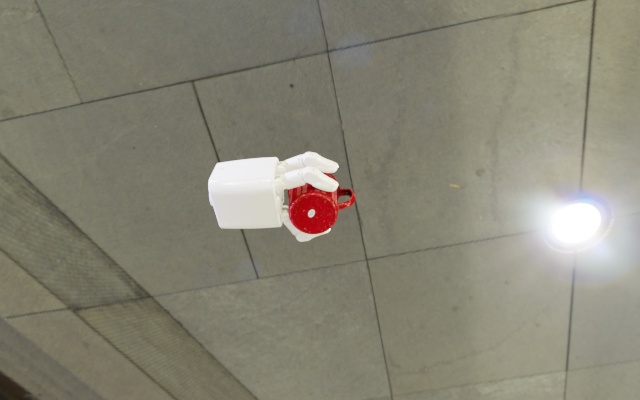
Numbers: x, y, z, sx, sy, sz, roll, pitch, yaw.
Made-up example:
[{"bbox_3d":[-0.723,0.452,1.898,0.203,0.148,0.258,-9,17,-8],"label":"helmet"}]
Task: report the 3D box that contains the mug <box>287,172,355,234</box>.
[{"bbox_3d":[0.002,0.003,0.803,0.117,0.093,0.081,-5,29,3],"label":"mug"}]
